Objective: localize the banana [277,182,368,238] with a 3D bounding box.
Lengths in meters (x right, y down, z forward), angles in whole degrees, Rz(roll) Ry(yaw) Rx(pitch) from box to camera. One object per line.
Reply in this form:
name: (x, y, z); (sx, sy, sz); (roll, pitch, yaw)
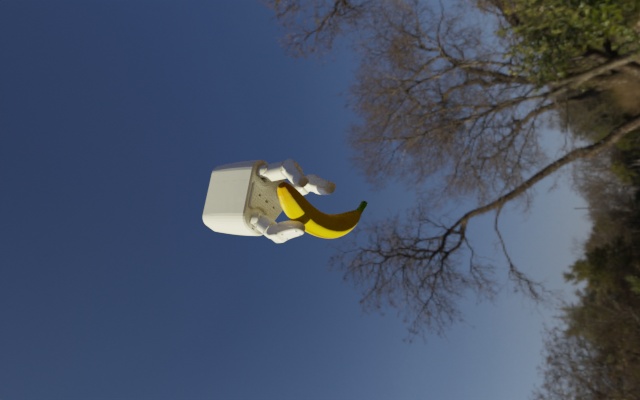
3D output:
banana: (0.000, 0.021, 0.724); (0.037, 0.069, 0.198); (2, -6, 40)
